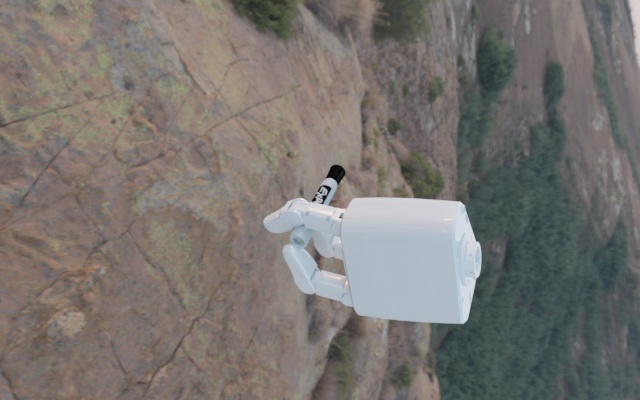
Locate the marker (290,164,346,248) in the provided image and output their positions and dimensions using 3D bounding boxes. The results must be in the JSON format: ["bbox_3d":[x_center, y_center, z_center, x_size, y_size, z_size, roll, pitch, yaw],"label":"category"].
[{"bbox_3d":[0.000,0.002,0.512,0.020,0.020,0.121,0,40,29],"label":"marker"}]
